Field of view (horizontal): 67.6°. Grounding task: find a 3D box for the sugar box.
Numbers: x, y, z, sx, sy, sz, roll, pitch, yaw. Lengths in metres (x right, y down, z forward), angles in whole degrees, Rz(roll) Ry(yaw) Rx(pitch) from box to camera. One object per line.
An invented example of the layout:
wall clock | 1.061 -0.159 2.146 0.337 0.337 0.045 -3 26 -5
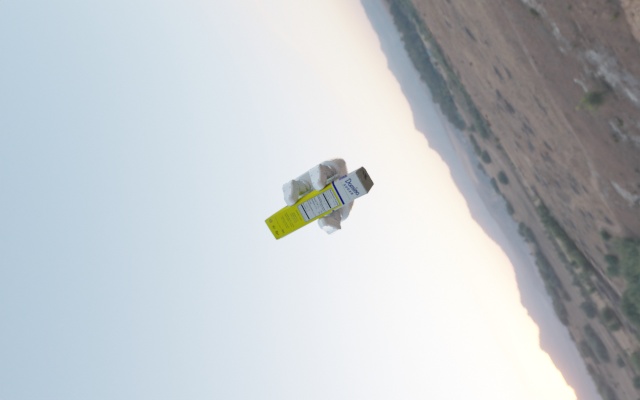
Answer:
sugar box | 0.000 0.002 0.801 0.176 0.048 0.093 -30 3 16
